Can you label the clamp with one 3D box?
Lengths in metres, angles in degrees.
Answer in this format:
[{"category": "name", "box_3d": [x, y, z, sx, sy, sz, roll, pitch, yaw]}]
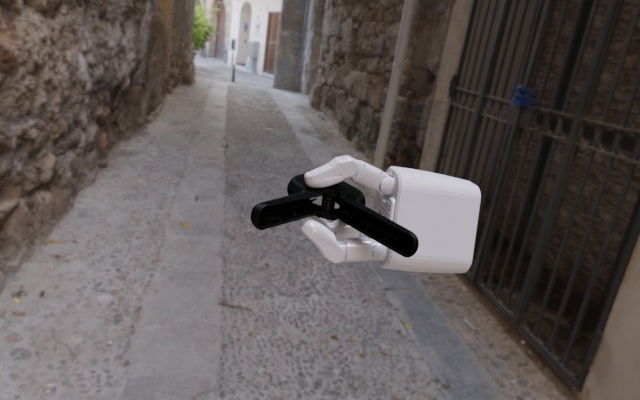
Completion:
[{"category": "clamp", "box_3d": [0.000, 0.001, 0.536, 0.164, 0.036, 0.210, 10, 16, -14]}]
